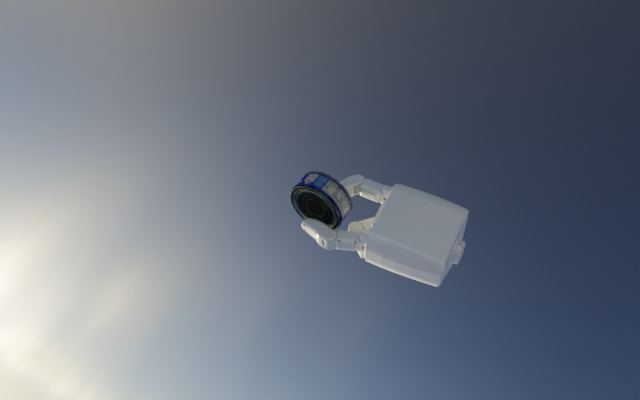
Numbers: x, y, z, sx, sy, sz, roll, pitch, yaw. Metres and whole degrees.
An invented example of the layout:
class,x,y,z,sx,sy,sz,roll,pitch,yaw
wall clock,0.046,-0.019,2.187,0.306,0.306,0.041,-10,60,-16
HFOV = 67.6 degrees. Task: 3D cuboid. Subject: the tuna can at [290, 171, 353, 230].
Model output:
class,x,y,z,sx,sy,sz,roll,pitch,yaw
tuna can,0.000,0.003,0.673,0.086,0.086,0.033,0,40,44
